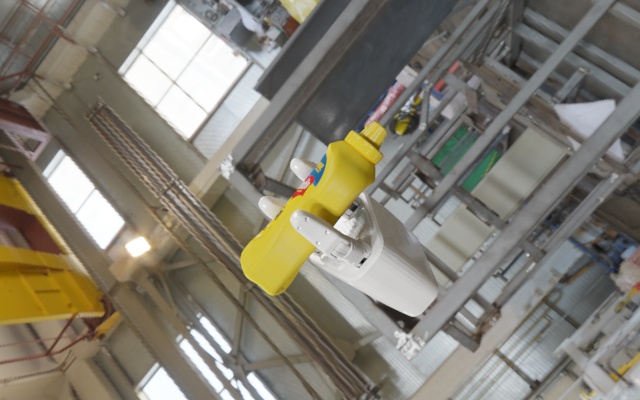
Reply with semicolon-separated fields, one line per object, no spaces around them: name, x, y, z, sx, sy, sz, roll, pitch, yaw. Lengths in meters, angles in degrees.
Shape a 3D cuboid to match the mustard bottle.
mustard bottle;0.000;0.002;0.478;0.058;0.191;0.096;39;7;-6
